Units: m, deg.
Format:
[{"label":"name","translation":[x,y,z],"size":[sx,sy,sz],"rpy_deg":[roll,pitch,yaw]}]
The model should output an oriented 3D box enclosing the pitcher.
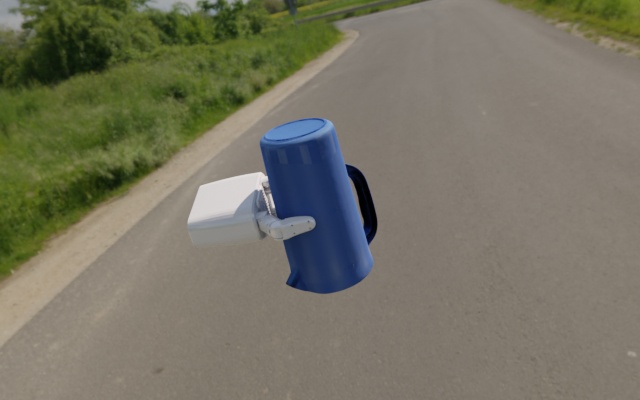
[{"label":"pitcher","translation":[0.000,0.002,0.719],"size":[0.145,0.243,0.149],"rpy_deg":[-9,24,12]}]
